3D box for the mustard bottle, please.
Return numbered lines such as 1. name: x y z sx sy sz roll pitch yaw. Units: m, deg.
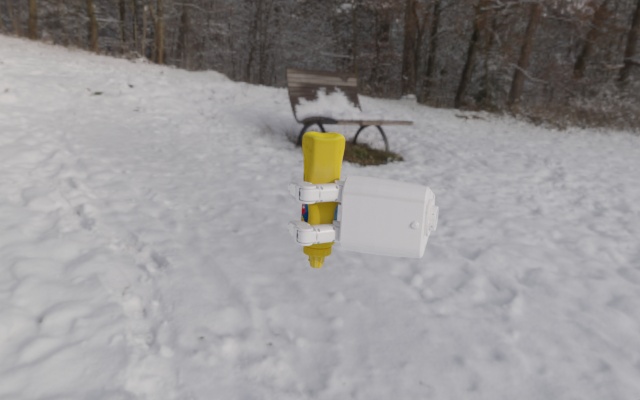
1. mustard bottle: 0.000 0.002 0.671 0.058 0.192 0.096 2 13 -5
